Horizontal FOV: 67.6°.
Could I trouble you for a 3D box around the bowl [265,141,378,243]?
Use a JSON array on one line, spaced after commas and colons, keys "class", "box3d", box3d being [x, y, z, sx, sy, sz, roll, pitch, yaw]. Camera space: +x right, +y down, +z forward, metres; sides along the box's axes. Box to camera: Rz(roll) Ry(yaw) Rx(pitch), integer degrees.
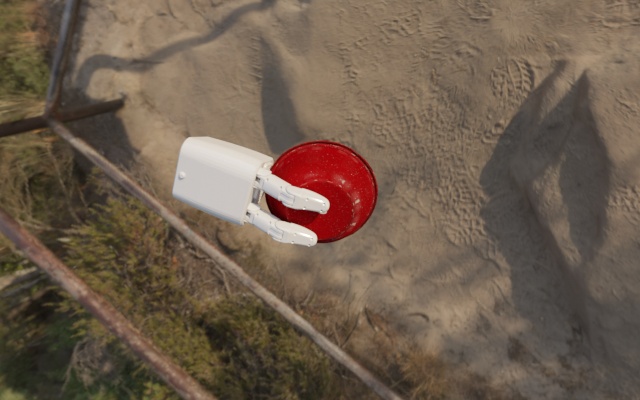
[{"class": "bowl", "box3d": [0.001, 0.002, 0.659, 0.162, 0.162, 0.055, 0, 27, 2]}]
